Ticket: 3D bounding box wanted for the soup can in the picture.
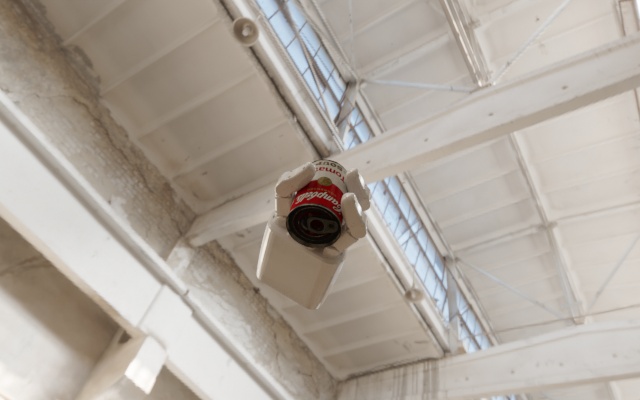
[{"bbox_3d":[0.000,0.001,0.606,0.068,0.069,0.102,0,37,12],"label":"soup can"}]
